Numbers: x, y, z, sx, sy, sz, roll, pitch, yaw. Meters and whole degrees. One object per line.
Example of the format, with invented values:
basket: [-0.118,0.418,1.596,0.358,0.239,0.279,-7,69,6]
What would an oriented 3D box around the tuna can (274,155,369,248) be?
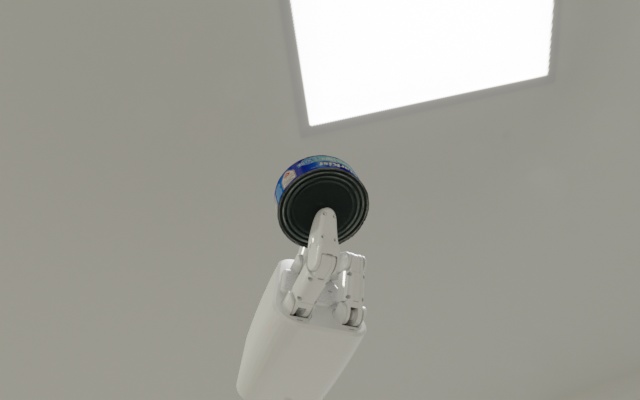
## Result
tuna can: [0.000,0.001,0.449,0.086,0.086,0.033,0,29,-14]
